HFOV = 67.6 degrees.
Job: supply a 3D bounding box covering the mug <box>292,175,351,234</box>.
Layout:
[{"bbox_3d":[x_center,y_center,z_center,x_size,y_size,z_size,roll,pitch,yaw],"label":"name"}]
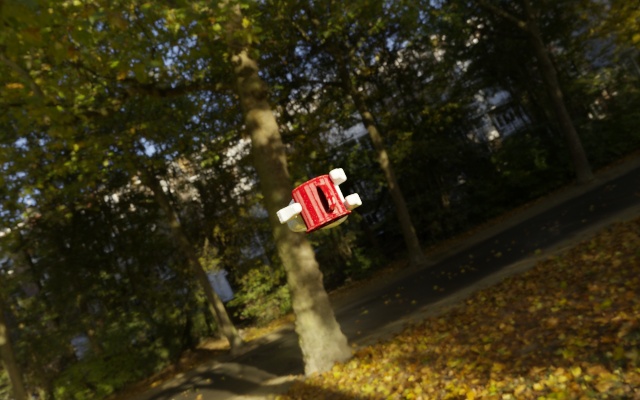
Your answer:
[{"bbox_3d":[0.000,0.002,0.874,0.093,0.081,0.117,-23,-7,-16],"label":"mug"}]
